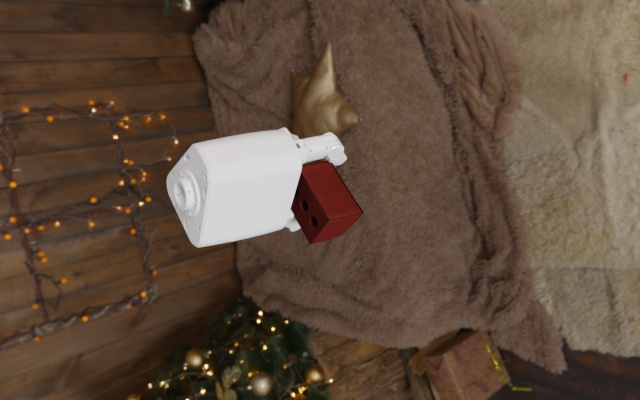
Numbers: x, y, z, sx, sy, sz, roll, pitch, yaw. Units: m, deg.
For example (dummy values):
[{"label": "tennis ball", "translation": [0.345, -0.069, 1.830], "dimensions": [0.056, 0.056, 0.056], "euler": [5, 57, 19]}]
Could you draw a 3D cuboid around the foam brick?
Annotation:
[{"label": "foam brick", "translation": [0.000, 0.002, 0.547], "dimensions": [0.051, 0.078, 0.053], "euler": [-13, -28, -39]}]
